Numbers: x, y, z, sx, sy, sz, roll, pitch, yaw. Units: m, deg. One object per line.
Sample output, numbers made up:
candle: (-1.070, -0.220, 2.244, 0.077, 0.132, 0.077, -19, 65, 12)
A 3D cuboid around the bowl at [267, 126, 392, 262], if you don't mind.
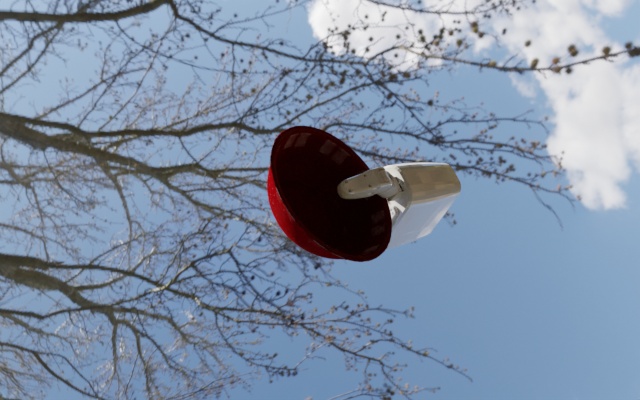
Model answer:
bowl: (-0.001, 0.002, 0.506, 0.162, 0.162, 0.055, 0, -30, -47)
